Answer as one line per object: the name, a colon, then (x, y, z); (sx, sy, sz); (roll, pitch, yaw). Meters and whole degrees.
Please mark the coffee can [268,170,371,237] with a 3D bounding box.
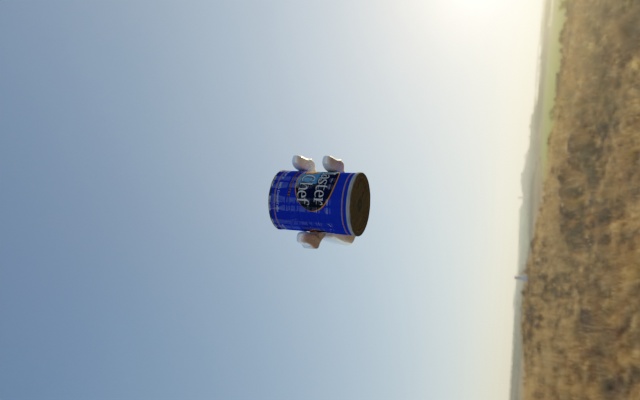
coffee can: (0.000, 0.003, 0.782); (0.140, 0.103, 0.103); (3, 1, 23)
